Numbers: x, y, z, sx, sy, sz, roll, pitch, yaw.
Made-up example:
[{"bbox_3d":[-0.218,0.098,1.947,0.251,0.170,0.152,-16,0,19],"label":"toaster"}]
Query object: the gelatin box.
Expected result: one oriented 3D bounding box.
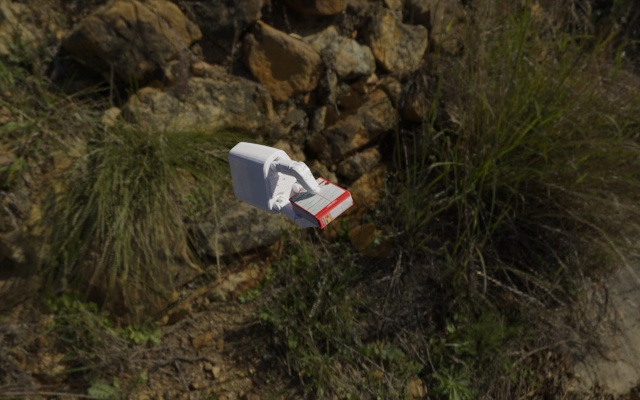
[{"bbox_3d":[0.000,0.002,0.809,0.073,0.030,0.089,-37,37,-19],"label":"gelatin box"}]
